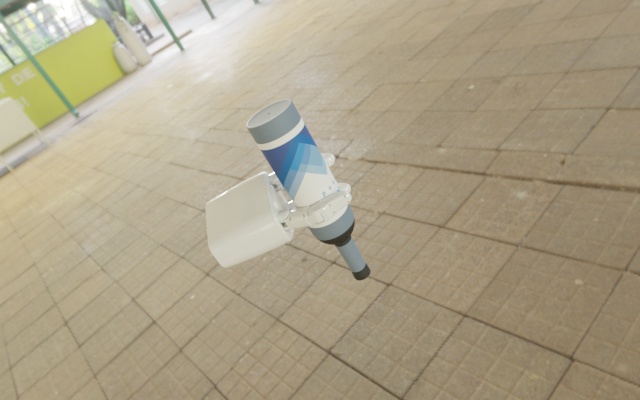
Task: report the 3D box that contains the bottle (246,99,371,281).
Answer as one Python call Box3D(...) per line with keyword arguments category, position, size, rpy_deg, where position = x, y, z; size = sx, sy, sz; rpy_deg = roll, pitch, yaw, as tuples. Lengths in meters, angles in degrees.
Box3D(category="bottle", position=(0.000, 0.002, 0.669), size=(0.069, 0.296, 0.069), rpy_deg=(-23, 29, 14))
